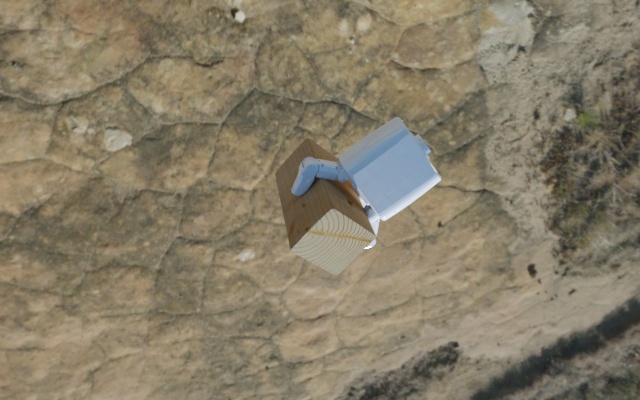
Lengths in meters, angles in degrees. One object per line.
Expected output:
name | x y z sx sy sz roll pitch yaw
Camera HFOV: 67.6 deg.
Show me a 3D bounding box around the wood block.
wood block | 0.000 0.002 0.740 0.091 0.090 0.206 33 21 -29
